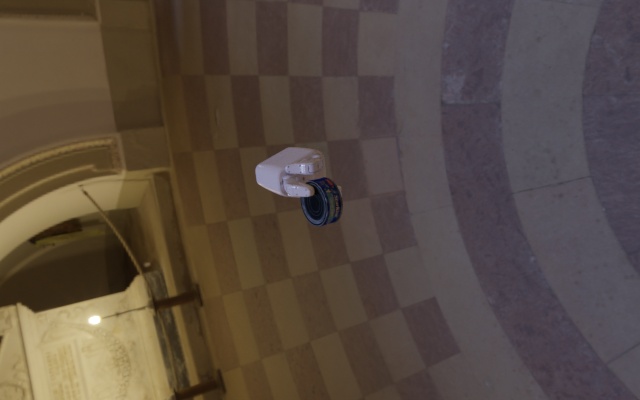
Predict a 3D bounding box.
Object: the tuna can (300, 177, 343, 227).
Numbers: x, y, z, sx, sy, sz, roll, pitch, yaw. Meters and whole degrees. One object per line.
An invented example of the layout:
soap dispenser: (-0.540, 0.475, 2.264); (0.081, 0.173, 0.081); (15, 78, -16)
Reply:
tuna can: (0.000, 0.003, 0.856); (0.034, 0.086, 0.086); (-13, 8, -35)
